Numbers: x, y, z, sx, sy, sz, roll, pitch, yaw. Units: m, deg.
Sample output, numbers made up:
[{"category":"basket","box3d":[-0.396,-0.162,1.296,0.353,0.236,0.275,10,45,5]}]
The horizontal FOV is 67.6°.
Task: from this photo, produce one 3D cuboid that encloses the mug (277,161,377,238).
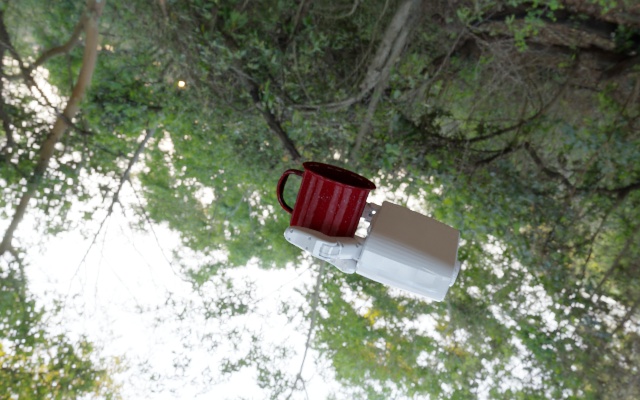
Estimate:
[{"category":"mug","box3d":[-0.001,0.002,0.582,0.117,0.081,0.093,20,15,10]}]
